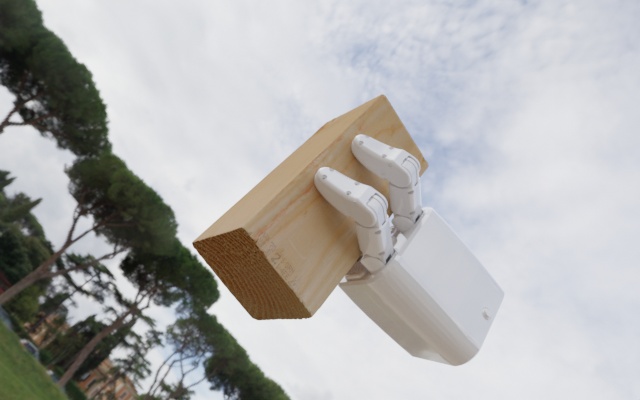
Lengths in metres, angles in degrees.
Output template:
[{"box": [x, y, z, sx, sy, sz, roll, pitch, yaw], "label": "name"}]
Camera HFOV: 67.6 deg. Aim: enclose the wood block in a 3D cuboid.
[{"box": [0.000, 0.002, 0.433, 0.091, 0.090, 0.206, -19, 22, 50], "label": "wood block"}]
